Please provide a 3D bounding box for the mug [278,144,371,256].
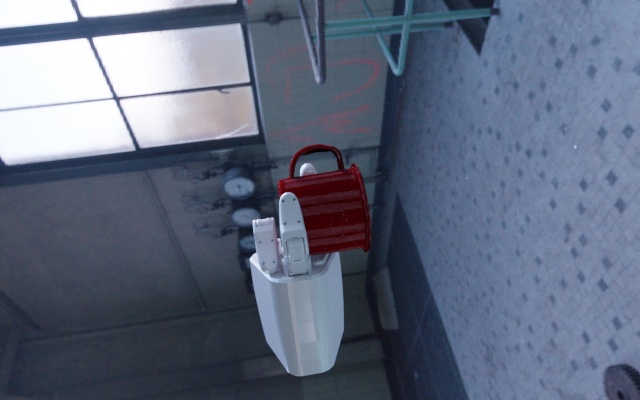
[{"bbox_3d":[0.000,0.000,0.485,0.081,0.117,0.093,-8,11,-5],"label":"mug"}]
